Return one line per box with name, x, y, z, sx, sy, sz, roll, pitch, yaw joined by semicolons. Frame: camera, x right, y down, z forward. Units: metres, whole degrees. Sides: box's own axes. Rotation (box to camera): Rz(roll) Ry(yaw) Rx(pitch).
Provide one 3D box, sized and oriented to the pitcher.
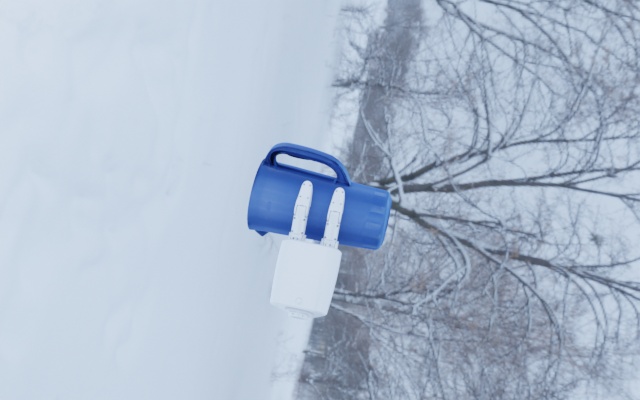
pitcher;0.000;0.003;0.850;0.243;0.145;0.149;12;-20;3
